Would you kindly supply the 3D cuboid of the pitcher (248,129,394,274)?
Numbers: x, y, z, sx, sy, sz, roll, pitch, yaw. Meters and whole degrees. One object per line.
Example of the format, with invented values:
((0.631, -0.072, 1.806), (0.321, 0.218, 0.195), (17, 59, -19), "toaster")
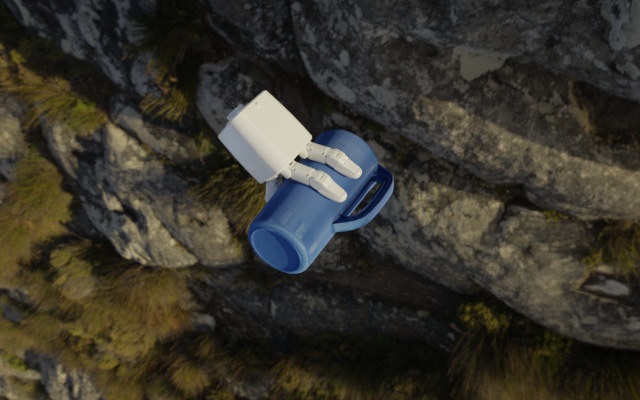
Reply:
((0.000, 0.002, 0.776), (0.149, 0.145, 0.242), (-31, 17, 49), "pitcher")
